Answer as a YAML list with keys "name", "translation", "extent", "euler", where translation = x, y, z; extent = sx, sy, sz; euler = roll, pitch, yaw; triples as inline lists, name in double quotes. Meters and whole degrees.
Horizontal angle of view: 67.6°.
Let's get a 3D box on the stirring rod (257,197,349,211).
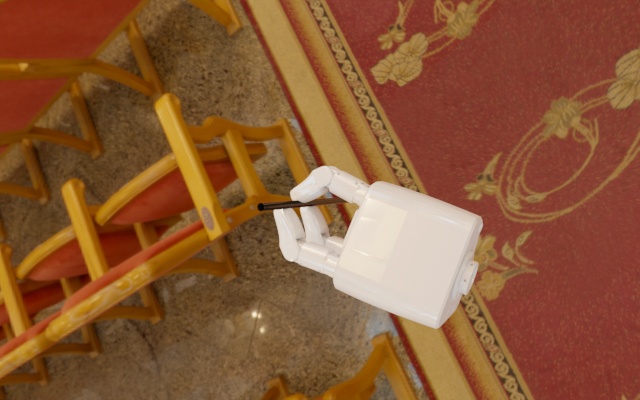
- name: "stirring rod"
  translation: [0.000, 0.002, 0.557]
  extent: [0.011, 0.011, 0.239]
  euler: [0, 2, 28]
